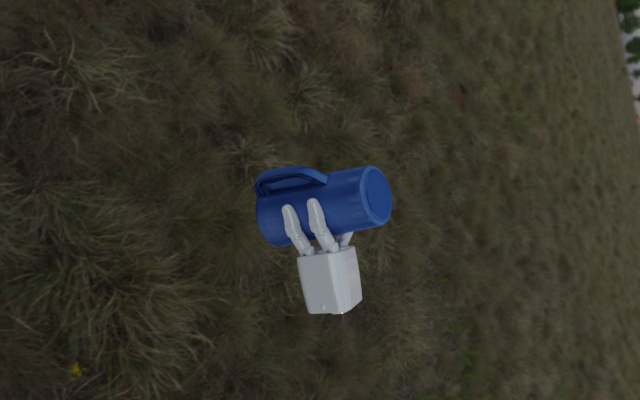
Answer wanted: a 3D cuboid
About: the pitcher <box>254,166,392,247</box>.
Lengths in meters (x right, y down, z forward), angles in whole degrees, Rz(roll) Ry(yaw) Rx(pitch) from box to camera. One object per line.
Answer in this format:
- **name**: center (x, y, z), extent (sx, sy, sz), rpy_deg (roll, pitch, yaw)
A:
- **pitcher**: center (0.000, 0.003, 0.894), extent (0.243, 0.145, 0.149), rpy_deg (-12, -4, 35)
